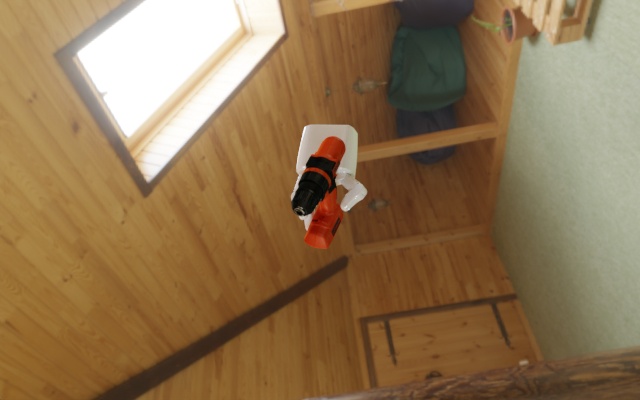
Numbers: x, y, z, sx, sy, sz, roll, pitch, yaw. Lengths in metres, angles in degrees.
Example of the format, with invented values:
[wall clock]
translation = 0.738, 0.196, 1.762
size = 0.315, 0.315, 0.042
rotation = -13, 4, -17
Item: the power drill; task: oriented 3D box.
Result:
[power drill]
translation = 0.000, 0.003, 0.871
size = 0.057, 0.184, 0.188
rotation = 16, -40, 15
